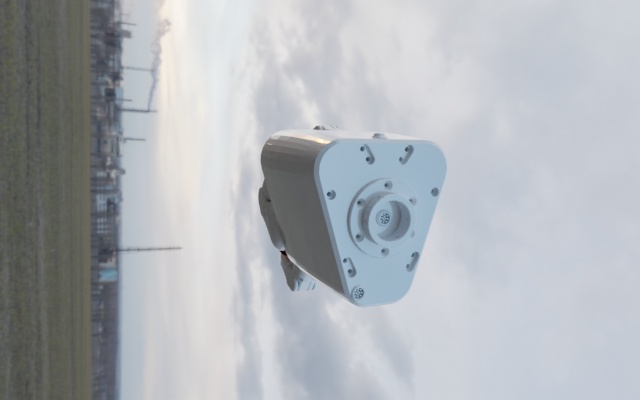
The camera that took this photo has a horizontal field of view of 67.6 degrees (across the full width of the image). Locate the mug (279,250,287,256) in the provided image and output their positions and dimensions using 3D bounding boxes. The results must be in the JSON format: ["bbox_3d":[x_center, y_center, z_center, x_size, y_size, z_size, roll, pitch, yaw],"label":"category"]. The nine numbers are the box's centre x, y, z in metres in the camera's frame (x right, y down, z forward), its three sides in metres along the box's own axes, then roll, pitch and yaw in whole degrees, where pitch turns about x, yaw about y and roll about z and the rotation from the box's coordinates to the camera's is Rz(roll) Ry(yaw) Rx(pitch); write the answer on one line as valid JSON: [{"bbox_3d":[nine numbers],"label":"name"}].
[{"bbox_3d":[0.000,0.001,0.459,0.081,0.093,0.117,0,10,-21],"label":"mug"}]
